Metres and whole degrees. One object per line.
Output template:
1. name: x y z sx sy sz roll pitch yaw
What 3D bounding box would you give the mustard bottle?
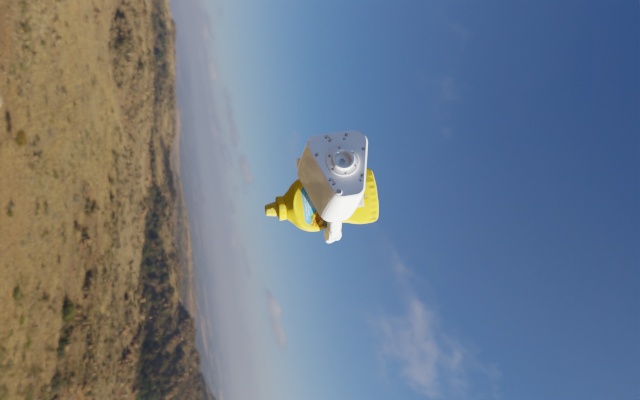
1. mustard bottle: 0.000 0.003 0.822 0.191 0.096 0.058 -9 6 -11
